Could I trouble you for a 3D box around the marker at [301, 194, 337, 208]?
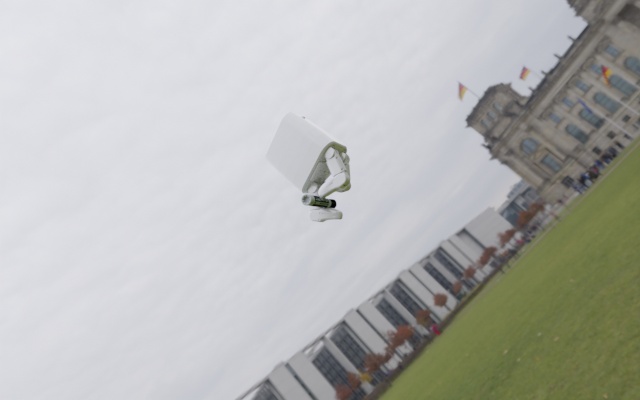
[{"bbox_3d":[0.000,0.003,0.828,0.020,0.020,0.121,0,-4,23],"label":"marker"}]
